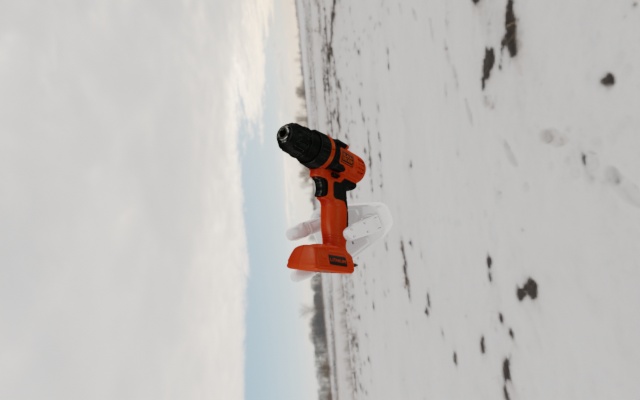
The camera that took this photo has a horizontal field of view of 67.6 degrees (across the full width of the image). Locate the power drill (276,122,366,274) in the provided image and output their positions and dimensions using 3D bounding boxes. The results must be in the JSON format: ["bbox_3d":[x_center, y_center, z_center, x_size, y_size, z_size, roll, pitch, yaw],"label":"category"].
[{"bbox_3d":[0.000,0.003,0.648,0.057,0.187,0.184,-3,-14,36],"label":"power drill"}]
